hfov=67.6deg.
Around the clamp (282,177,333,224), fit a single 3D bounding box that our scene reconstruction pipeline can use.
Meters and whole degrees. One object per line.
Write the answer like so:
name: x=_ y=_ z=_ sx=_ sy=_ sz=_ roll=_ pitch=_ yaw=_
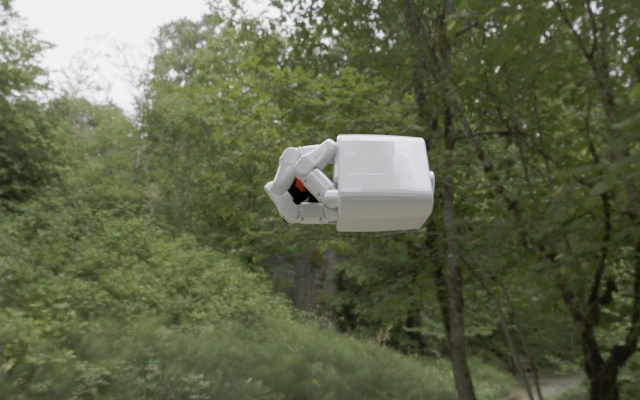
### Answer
clamp: x=0.000 y=0.002 z=0.657 sx=0.120 sy=0.039 sz=0.171 roll=0 pitch=-18 yaw=0
